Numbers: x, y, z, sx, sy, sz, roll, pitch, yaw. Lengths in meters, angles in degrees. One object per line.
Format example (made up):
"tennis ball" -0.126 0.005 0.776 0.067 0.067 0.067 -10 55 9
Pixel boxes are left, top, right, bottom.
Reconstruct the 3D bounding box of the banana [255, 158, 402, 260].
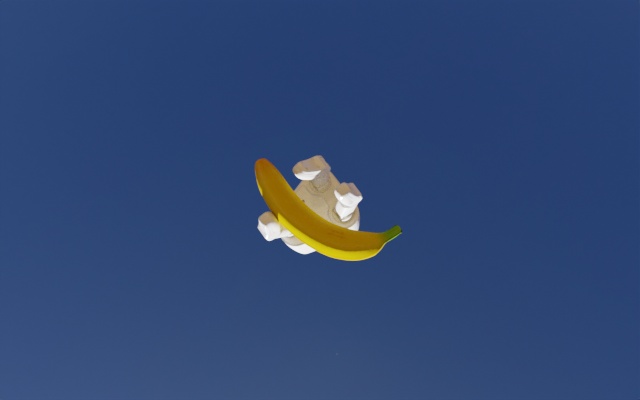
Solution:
"banana" -0.006 0.020 0.567 0.198 0.069 0.037 27 -5 14
